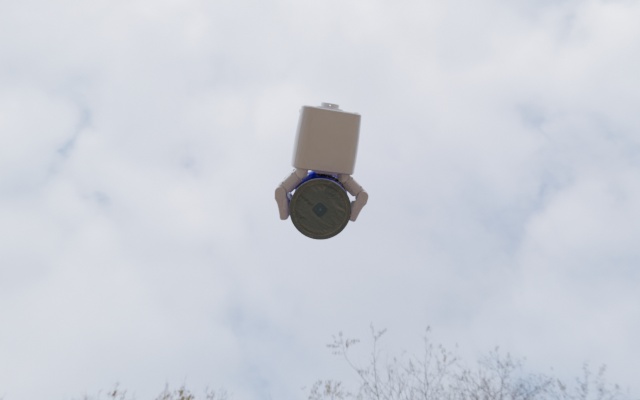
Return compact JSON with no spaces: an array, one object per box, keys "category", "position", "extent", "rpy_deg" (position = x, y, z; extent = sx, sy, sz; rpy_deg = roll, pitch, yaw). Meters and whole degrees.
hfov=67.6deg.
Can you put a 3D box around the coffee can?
[{"category":"coffee can","position":[0.000,0.003,0.849],"extent":[0.103,0.103,0.140],"rpy_deg":[0,10,0]}]
